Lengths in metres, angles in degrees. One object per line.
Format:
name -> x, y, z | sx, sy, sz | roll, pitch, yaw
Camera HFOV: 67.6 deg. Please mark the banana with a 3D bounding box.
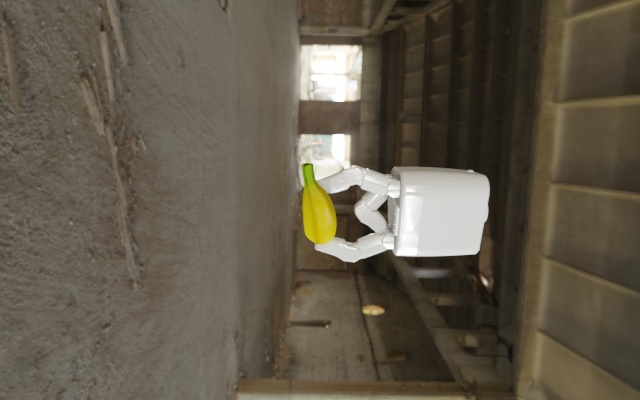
banana -> 0.000, 0.019, 0.564 | 0.037, 0.069, 0.198 | 0, -15, 1
